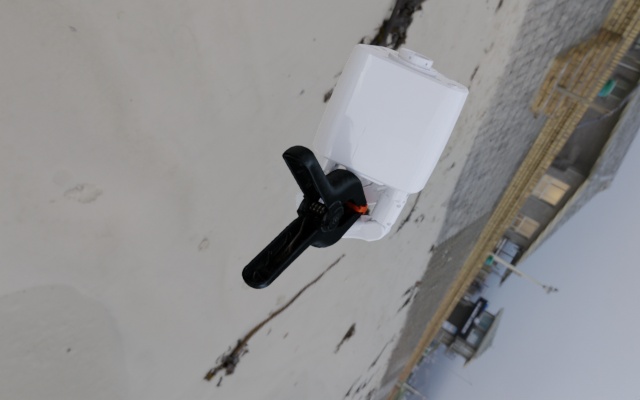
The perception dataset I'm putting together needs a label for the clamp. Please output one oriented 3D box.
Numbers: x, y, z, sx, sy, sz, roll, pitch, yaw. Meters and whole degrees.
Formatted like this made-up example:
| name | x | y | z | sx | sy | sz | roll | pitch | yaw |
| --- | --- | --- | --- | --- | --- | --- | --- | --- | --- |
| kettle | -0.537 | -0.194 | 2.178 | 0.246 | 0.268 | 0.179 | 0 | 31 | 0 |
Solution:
| name | x | y | z | sx | sy | sz | roll | pitch | yaw |
| --- | --- | --- | --- | --- | --- | --- | --- | --- | --- |
| clamp | 0.001 | 0.002 | 0.425 | 0.039 | 0.120 | 0.171 | 32 | 27 | 19 |
